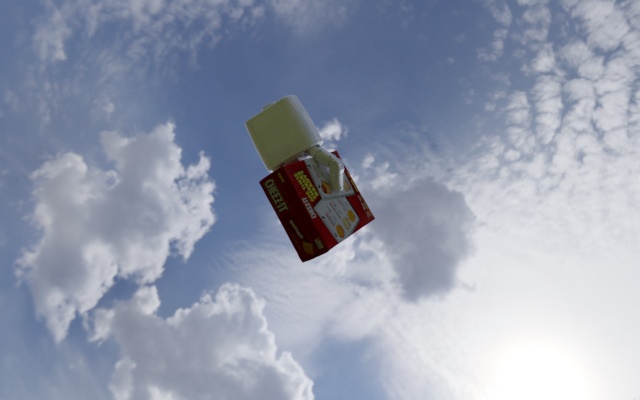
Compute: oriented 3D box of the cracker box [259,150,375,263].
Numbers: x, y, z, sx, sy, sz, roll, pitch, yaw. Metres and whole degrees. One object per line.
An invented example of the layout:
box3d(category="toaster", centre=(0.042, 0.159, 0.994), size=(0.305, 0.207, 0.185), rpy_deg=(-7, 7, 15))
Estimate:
box3d(category="cracker box", centre=(0.000, 0.003, 0.895), size=(0.072, 0.164, 0.213), rpy_deg=(-30, -2, 31))
